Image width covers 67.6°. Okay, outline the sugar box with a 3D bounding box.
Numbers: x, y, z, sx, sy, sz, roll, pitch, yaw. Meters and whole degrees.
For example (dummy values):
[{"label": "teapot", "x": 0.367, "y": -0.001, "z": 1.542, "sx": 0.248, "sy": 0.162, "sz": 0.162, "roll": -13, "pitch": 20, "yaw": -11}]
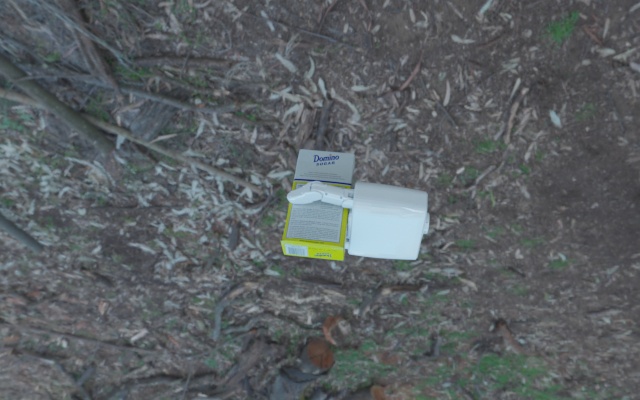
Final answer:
[{"label": "sugar box", "x": 0.000, "y": 0.003, "z": 0.741, "sx": 0.093, "sy": 0.176, "sz": 0.048, "roll": 6, "pitch": -36, "yaw": 6}]
